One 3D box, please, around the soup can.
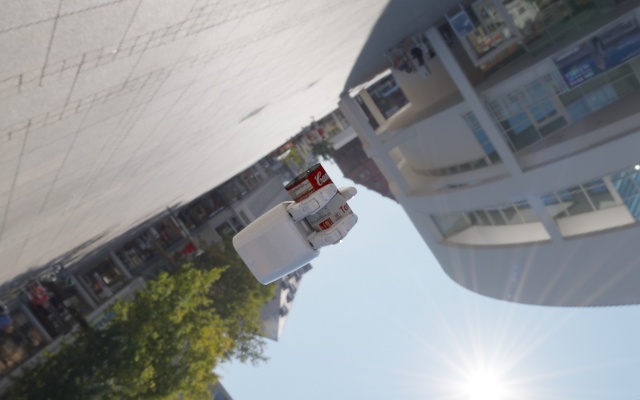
[{"bbox_3d":[0.001,0.002,0.735,0.068,0.102,0.068,-34,8,5],"label":"soup can"}]
